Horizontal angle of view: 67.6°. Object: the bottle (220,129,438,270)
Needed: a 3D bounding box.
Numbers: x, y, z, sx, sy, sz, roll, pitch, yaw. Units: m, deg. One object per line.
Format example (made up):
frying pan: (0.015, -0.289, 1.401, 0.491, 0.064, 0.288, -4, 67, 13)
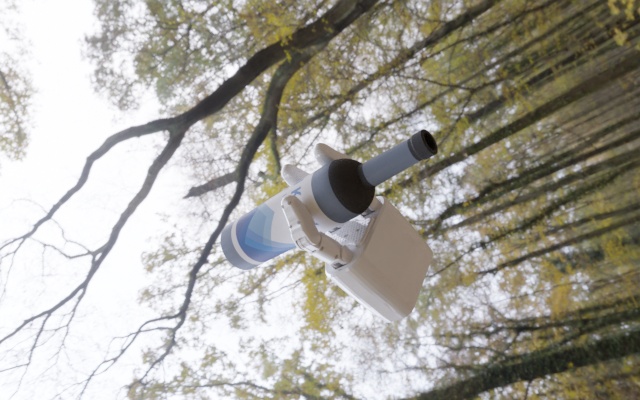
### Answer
bottle: (0.000, 0.002, 0.541, 0.296, 0.069, 0.069, -29, -18, 36)
